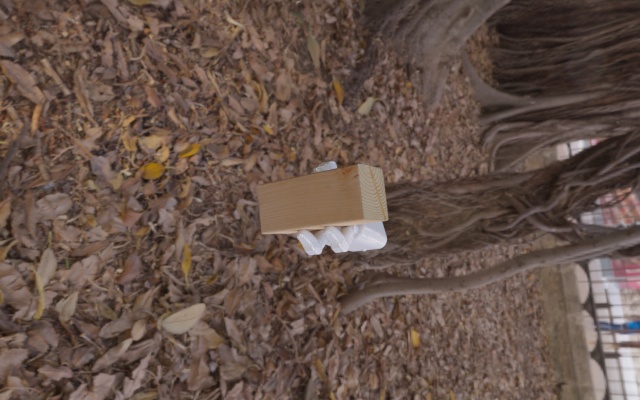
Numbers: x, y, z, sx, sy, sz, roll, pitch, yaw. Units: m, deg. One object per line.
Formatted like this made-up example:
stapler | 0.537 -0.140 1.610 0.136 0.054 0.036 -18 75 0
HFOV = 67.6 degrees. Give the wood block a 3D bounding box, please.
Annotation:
wood block | 0.000 0.002 0.823 0.206 0.091 0.090 -10 -8 33
